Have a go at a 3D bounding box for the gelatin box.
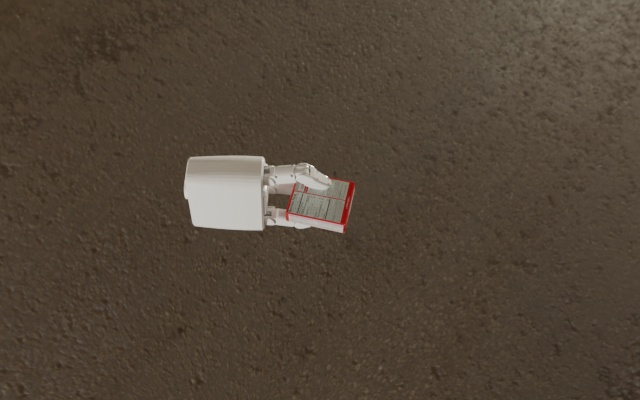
[{"bbox_3d":[0.000,0.002,0.696,0.089,0.073,0.030,11,-29,6],"label":"gelatin box"}]
